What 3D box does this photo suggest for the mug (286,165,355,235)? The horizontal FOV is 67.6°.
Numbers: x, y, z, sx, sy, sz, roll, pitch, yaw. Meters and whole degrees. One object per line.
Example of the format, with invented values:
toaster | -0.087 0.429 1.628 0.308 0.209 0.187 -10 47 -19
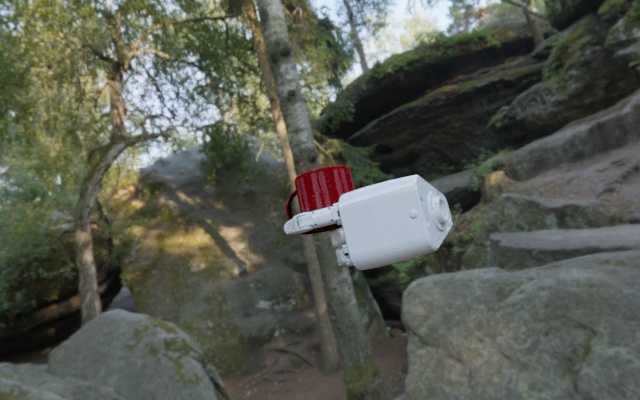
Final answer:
mug | -0.001 0.002 0.684 0.117 0.081 0.093 -17 -9 31
